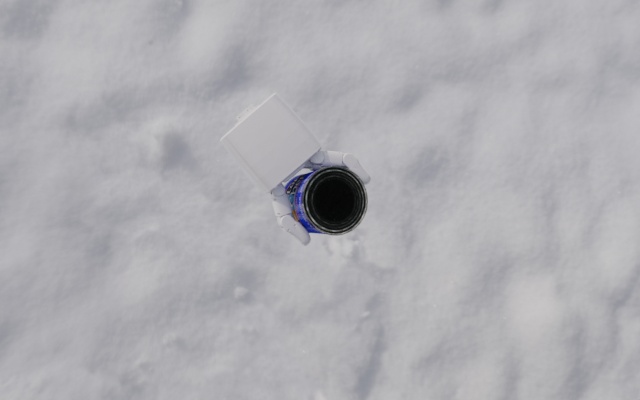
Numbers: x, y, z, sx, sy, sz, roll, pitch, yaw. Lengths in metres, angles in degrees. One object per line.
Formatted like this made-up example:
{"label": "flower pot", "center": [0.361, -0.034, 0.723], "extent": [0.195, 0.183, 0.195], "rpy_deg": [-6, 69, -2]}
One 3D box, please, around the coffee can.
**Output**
{"label": "coffee can", "center": [0.000, 0.003, 0.757], "extent": [0.103, 0.103, 0.140], "rpy_deg": [0, -2, -19]}
